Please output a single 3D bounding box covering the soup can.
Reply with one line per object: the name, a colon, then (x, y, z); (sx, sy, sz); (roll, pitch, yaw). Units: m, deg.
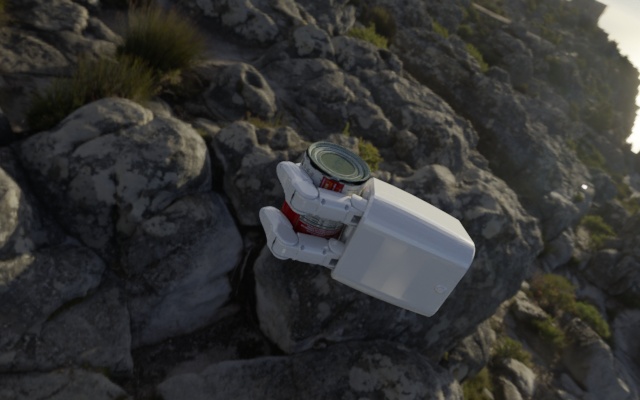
soup can: (0.000, 0.001, 0.478); (0.068, 0.102, 0.068); (18, 33, -12)
